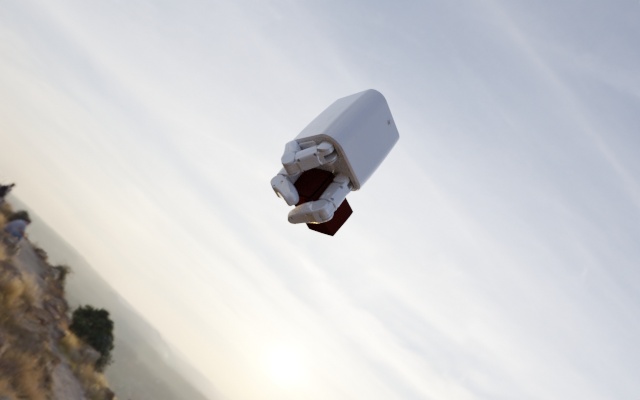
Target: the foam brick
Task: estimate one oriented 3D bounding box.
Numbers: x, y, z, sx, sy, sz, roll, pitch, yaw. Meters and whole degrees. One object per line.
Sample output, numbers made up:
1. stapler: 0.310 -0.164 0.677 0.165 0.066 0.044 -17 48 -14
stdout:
1. foam brick: 0.000 0.002 0.656 0.053 0.078 0.051 16 56 44
